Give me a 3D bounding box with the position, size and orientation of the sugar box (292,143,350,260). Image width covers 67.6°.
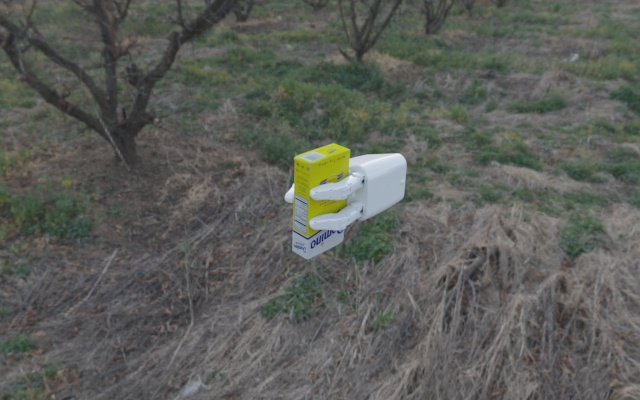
[{"bbox_3d":[0.001,0.003,0.792,0.093,0.176,0.048,-23,34,-39],"label":"sugar box"}]
